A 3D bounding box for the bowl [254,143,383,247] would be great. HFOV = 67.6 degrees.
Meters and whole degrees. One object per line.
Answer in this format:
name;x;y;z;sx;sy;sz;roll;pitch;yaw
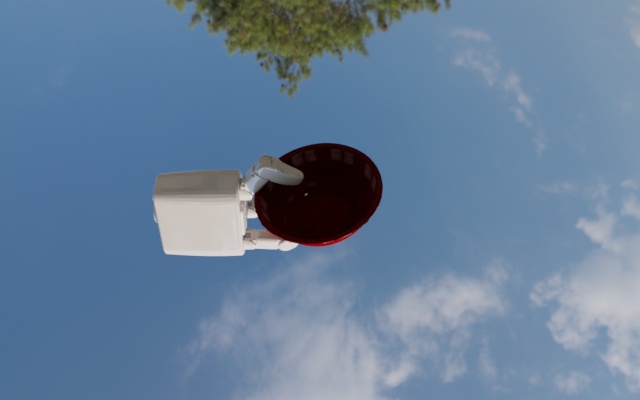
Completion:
bowl;0.001;0.002;0.609;0.162;0.162;0.055;0;-38;12
